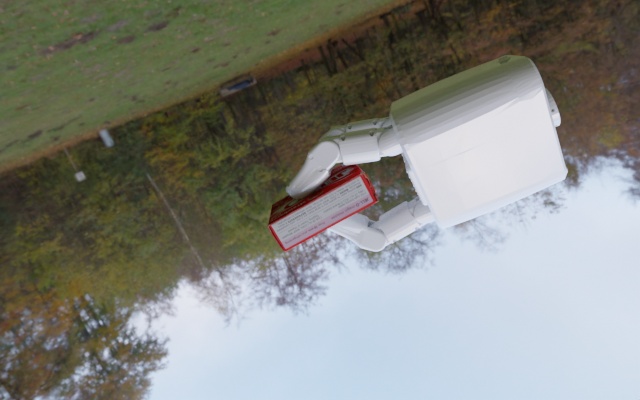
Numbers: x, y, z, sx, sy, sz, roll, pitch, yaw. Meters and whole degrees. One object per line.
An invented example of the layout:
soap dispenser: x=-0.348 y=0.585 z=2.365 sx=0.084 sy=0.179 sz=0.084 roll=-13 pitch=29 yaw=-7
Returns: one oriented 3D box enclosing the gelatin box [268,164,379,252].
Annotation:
gelatin box: x=0.000 y=0.002 z=0.410 sx=0.089 sy=0.030 sz=0.073 roll=-30 pitch=12 yaw=3
